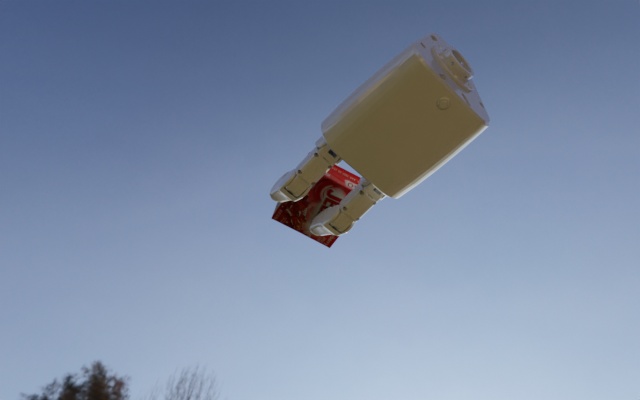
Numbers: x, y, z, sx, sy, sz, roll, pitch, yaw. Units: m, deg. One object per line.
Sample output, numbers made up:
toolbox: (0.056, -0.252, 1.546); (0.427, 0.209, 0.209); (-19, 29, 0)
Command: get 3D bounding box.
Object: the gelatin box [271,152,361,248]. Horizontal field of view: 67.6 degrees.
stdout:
gelatin box: (0.000, 0.002, 0.496); (0.073, 0.030, 0.089); (28, -48, -10)
